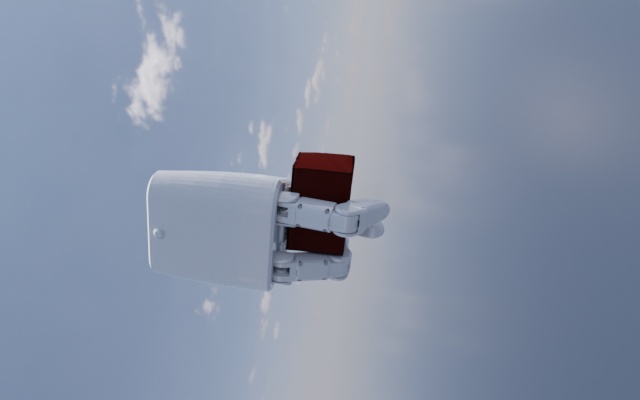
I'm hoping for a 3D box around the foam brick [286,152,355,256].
[{"bbox_3d":[0.000,0.001,0.419,0.051,0.078,0.053,7,21,3],"label":"foam brick"}]
